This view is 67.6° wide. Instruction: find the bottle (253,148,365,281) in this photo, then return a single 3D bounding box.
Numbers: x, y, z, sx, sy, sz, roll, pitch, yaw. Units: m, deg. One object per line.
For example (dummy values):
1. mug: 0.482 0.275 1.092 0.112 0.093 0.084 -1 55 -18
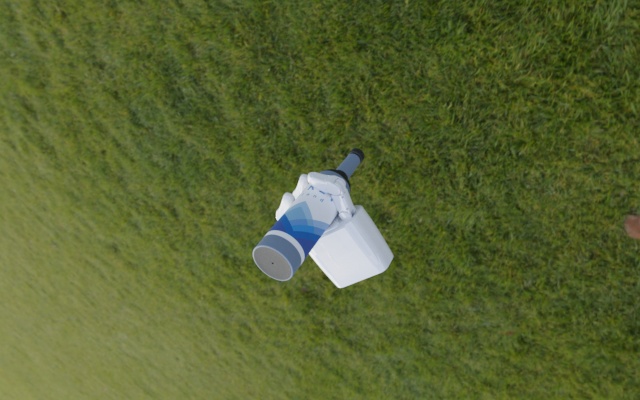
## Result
1. bottle: 0.000 0.003 0.766 0.069 0.069 0.295 0 36 35
